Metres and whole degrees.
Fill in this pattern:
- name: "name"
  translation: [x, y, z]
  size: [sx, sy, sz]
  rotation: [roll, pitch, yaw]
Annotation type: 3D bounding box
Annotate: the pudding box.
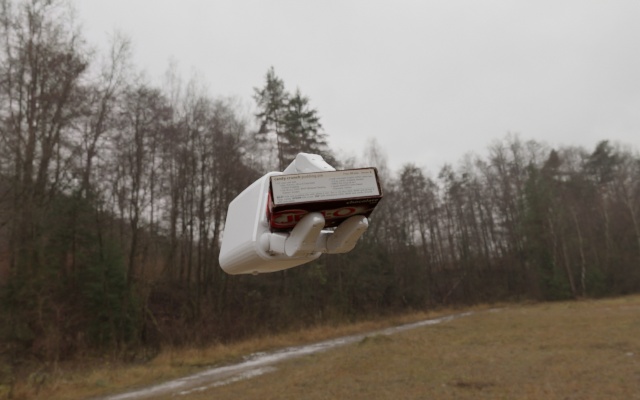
- name: "pudding box"
  translation: [0.000, 0.002, 0.508]
  size: [0.113, 0.039, 0.090]
  rotation: [-7, -18, -10]
